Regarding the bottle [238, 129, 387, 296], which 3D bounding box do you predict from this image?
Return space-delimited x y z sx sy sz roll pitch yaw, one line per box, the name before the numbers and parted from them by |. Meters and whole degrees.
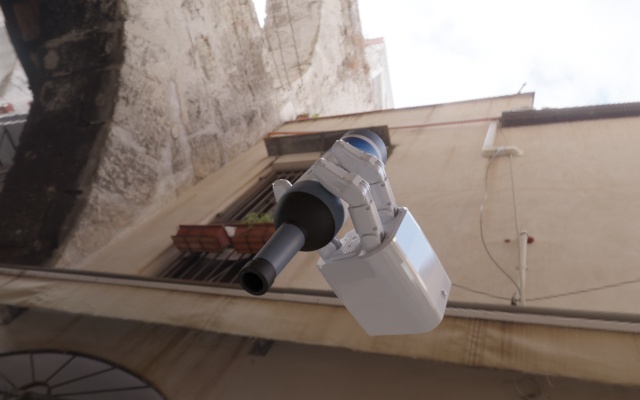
bottle | 0.000 0.001 0.502 0.069 0.069 0.295 0 26 24
